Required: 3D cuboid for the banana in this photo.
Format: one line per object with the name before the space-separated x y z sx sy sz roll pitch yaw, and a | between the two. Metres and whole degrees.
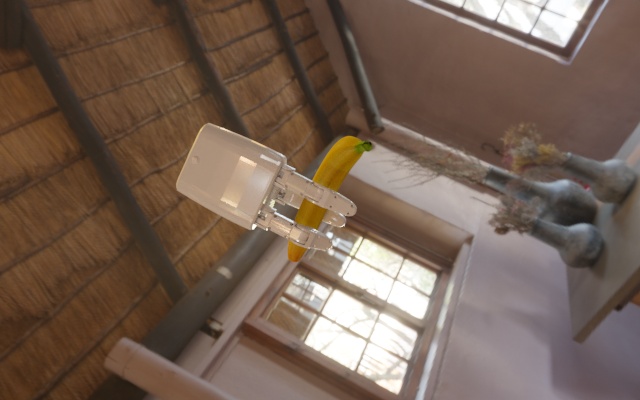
banana | 0.003 -0.010 0.608 0.037 0.198 0.069 26 29 -8
